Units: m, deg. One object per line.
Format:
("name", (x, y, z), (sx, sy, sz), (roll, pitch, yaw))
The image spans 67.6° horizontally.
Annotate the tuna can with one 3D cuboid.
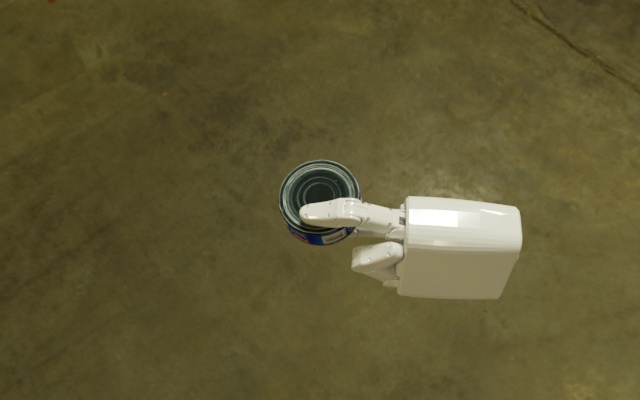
("tuna can", (0.000, 0.001, 0.494), (0.086, 0.086, 0.034), (0, -24, 8))
